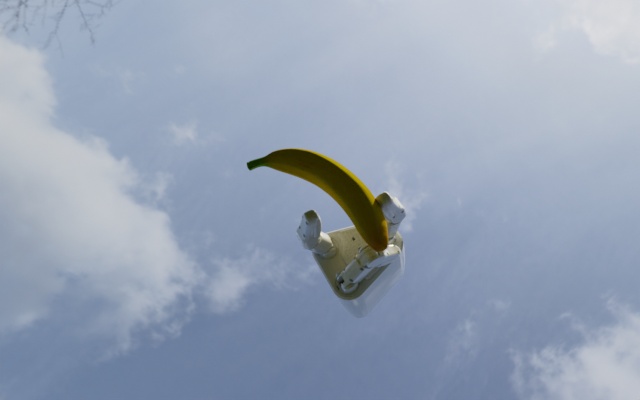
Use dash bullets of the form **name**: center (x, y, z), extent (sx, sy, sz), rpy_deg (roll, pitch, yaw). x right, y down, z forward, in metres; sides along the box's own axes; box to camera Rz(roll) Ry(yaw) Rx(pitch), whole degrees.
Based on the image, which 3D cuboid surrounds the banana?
- **banana**: center (0.009, -0.014, 0.551), extent (0.197, 0.069, 0.037), rpy_deg (31, -18, 25)
